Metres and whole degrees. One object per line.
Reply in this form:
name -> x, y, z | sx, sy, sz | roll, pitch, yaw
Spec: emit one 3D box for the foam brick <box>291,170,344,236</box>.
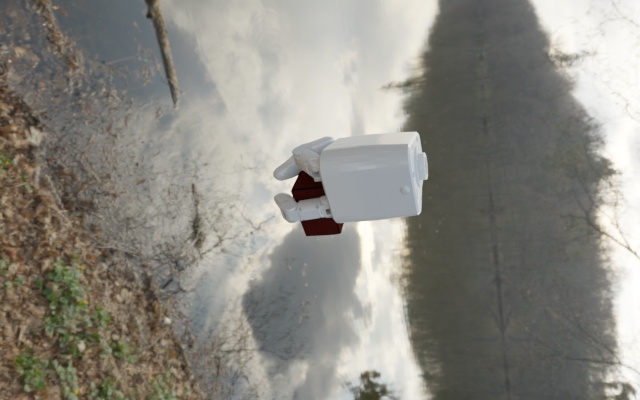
foam brick -> 0.000, 0.002, 0.639 | 0.051, 0.078, 0.053 | -5, 33, 18
